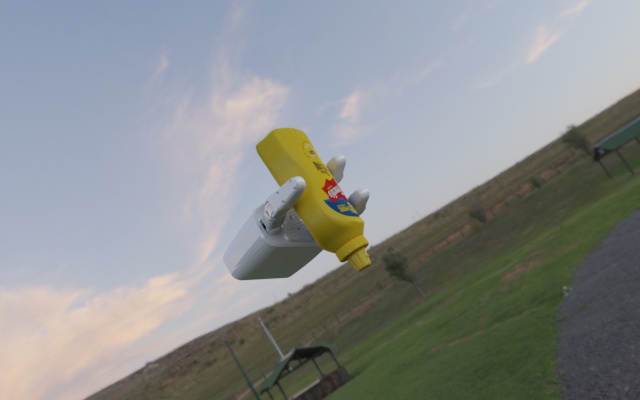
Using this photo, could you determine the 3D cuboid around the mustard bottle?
[{"bbox_3d":[0.000,0.001,0.579,0.058,0.191,0.096,-38,-17,17],"label":"mustard bottle"}]
